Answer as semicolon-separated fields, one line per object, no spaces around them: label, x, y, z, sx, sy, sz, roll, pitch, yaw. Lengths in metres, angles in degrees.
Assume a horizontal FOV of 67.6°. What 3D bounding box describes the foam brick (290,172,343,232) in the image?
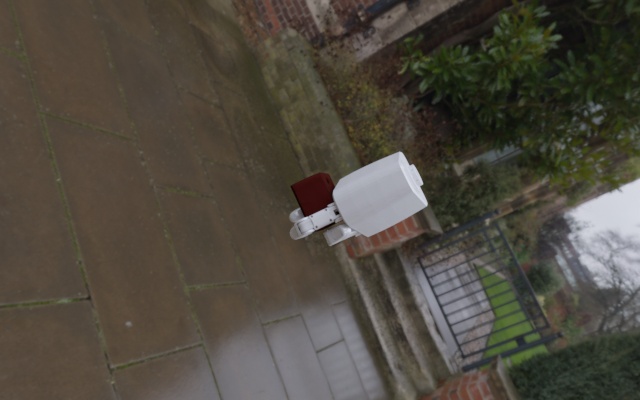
foam brick;0.000;0.002;0.719;0.051;0.078;0.053;-27;-8;16
